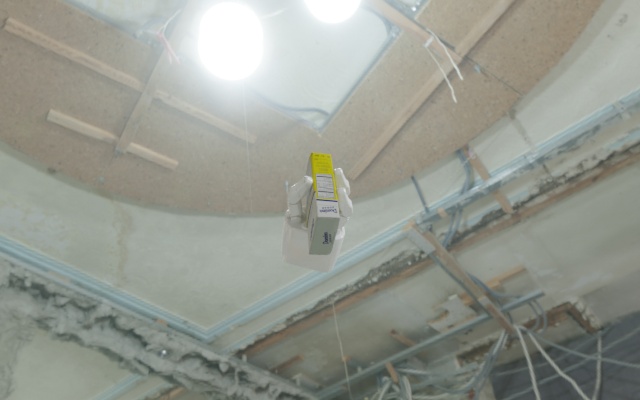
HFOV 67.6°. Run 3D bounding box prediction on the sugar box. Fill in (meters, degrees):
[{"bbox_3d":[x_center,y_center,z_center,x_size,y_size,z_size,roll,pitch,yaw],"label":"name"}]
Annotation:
[{"bbox_3d":[0.001,0.003,0.854,0.048,0.093,0.176,2,43,-11],"label":"sugar box"}]
